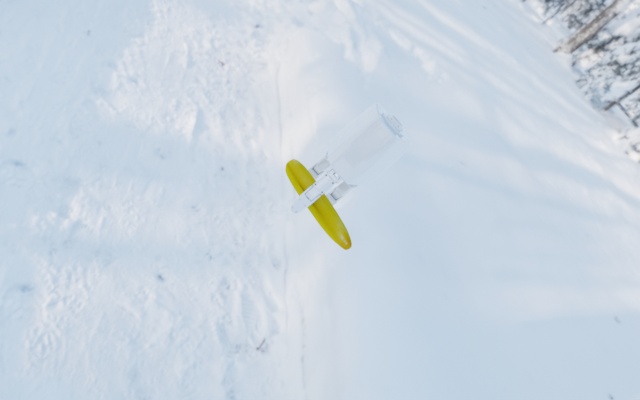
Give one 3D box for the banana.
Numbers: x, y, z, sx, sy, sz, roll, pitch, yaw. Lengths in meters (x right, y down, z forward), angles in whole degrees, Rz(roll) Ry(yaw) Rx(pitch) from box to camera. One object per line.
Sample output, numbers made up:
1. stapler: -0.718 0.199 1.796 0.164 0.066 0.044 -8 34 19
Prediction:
1. banana: -0.008 -0.004 0.801 0.037 0.197 0.070 -38 -23 9
